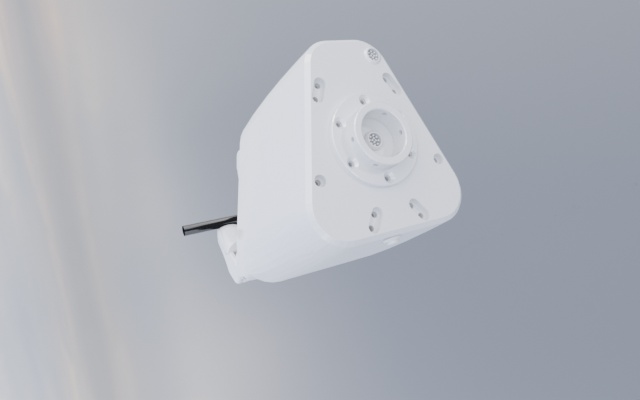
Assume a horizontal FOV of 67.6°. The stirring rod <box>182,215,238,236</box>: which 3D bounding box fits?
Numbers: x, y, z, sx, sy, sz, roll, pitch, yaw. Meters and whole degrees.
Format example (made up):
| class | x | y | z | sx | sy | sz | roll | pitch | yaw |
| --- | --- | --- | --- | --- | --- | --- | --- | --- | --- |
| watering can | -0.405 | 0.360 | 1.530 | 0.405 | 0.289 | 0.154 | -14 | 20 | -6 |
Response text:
| class | x | y | z | sx | sy | sz | roll | pitch | yaw |
| --- | --- | --- | --- | --- | --- | --- | --- | --- | --- |
| stirring rod | 0.000 | 0.001 | 0.419 | 0.239 | 0.011 | 0.011 | -12 | 5 | -28 |
